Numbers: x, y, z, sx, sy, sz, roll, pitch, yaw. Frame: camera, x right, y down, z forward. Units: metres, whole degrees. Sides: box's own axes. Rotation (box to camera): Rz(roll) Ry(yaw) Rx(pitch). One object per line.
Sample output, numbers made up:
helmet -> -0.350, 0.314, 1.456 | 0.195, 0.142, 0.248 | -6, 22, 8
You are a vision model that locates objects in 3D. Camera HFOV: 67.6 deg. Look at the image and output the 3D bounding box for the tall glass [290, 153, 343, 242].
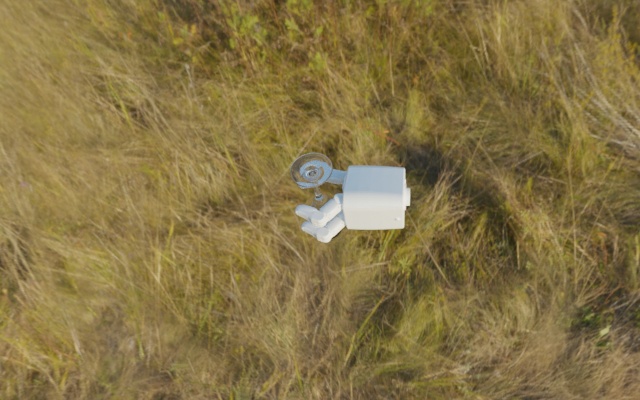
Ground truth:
tall glass -> 0.000, 0.002, 0.893 | 0.079, 0.079, 0.201 | 0, -34, 11
